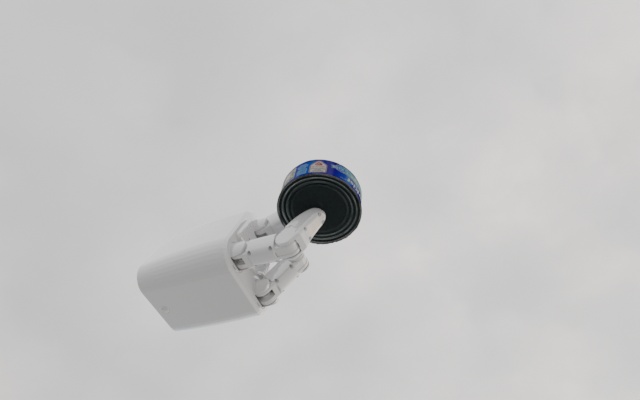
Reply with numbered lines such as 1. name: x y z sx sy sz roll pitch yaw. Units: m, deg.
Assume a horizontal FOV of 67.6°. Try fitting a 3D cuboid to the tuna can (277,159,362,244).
1. tuna can: 0.000 0.001 0.491 0.086 0.086 0.033 0 34 7
